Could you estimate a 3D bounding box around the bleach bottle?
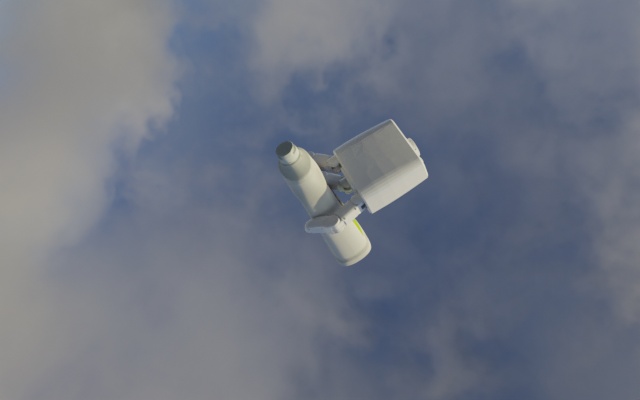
[{"bbox_3d":[0.000,0.002,0.766,0.068,0.102,0.251,-33,-43,2],"label":"bleach bottle"}]
